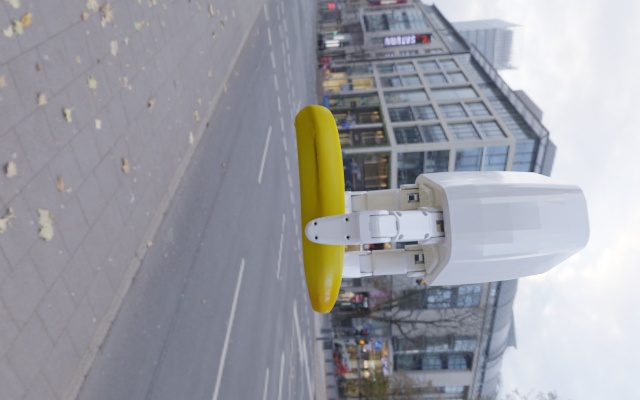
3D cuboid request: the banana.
[{"bbox_3d":[0.000,-0.011,0.394,0.037,0.197,0.070,-3,-31,-3],"label":"banana"}]
